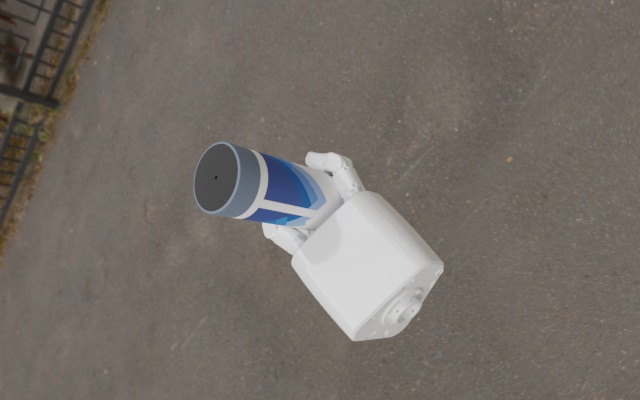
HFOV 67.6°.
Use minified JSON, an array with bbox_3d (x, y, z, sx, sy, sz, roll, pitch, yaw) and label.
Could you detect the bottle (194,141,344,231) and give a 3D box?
[{"bbox_3d":[0.000,0.002,0.538,0.069,0.069,0.296,0,-9,40],"label":"bottle"}]
